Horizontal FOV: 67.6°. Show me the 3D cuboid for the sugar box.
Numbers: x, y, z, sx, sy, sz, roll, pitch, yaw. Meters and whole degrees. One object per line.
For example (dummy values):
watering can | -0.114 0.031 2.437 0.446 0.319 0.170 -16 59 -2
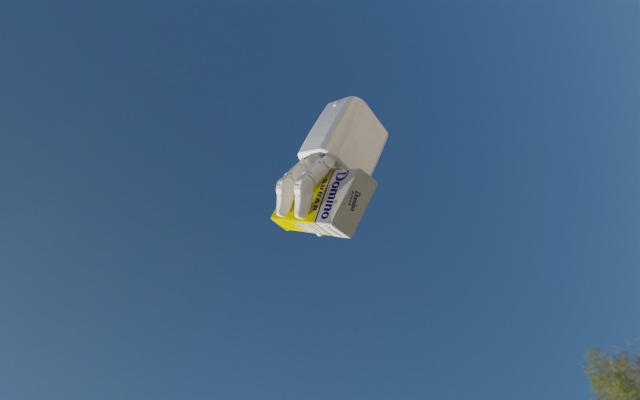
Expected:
sugar box | 0.000 0.002 0.716 0.048 0.093 0.176 36 -19 -26
